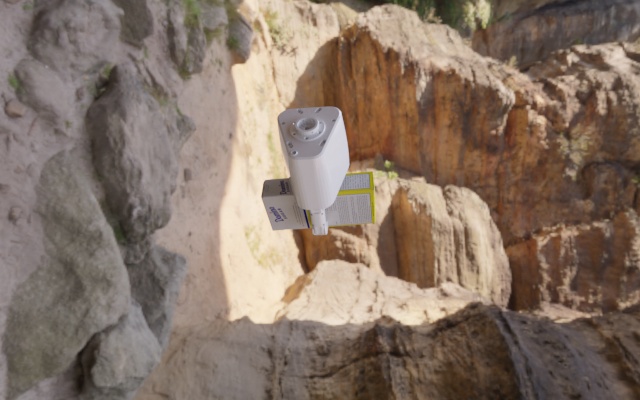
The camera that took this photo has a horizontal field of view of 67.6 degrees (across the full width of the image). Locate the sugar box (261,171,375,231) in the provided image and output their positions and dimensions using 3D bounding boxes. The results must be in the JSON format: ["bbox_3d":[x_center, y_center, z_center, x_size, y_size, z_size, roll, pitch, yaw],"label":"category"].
[{"bbox_3d":[0.000,0.002,0.775,0.176,0.048,0.093,-2,-39,7],"label":"sugar box"}]
